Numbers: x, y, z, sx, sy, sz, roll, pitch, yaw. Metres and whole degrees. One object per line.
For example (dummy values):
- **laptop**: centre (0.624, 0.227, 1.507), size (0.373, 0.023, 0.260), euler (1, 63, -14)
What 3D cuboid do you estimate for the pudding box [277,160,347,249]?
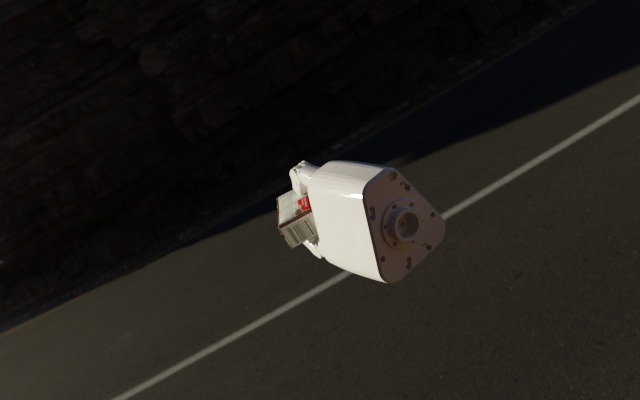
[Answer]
- **pudding box**: centre (0.000, 0.002, 0.610), size (0.113, 0.039, 0.090), euler (-27, 24, 6)
